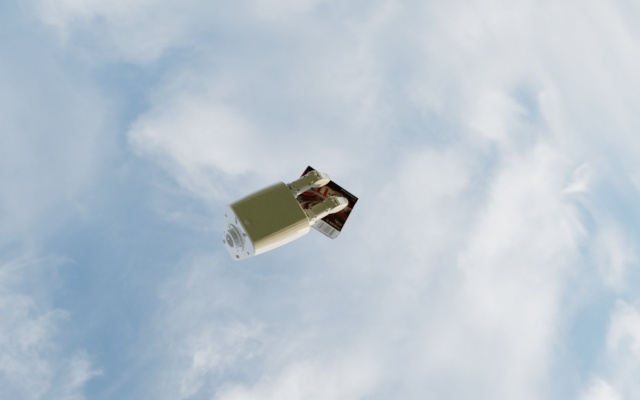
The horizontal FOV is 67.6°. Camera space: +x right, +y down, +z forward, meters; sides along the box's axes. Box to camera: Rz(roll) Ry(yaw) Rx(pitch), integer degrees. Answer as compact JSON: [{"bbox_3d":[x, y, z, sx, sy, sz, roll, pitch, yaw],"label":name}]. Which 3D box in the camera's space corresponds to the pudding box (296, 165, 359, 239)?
[{"bbox_3d":[0.000,0.003,0.846,0.113,0.090,0.039,35,-39,-4],"label":"pudding box"}]
